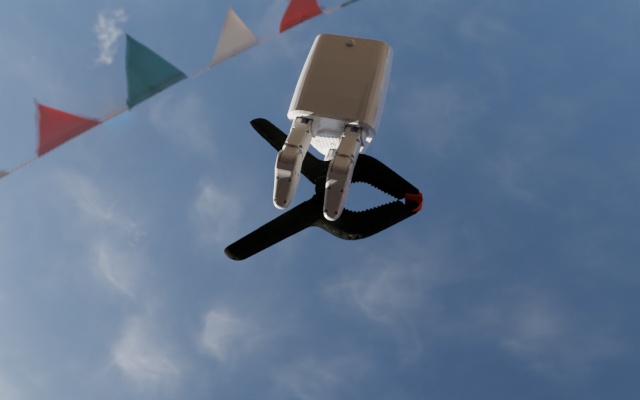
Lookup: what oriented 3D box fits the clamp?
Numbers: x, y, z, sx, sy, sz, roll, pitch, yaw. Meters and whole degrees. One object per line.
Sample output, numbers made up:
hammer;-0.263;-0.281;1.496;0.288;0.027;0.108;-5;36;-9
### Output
clamp;0.001;0.002;0.512;0.210;0.164;0.036;12;-13;13
